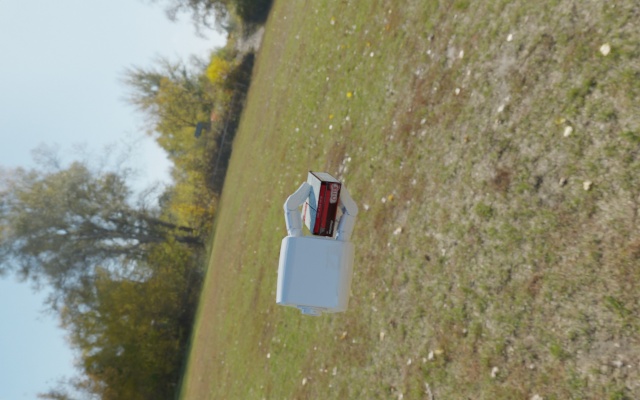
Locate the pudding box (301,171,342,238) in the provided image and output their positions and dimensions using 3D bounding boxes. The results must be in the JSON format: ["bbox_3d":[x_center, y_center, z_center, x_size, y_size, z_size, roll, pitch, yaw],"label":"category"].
[{"bbox_3d":[0.000,0.003,0.792,0.039,0.090,0.113,8,11,-15],"label":"pudding box"}]
